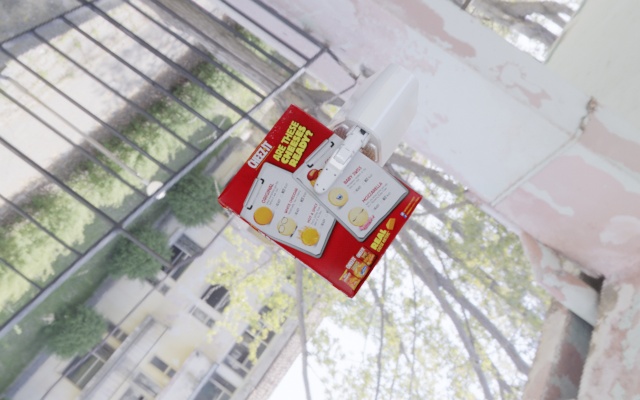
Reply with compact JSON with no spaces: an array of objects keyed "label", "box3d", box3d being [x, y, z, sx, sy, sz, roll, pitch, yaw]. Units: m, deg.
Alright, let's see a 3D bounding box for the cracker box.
[{"label":"cracker box","box3d":[0.000,0.002,0.638,0.213,0.164,0.072,36,-11,3]}]
